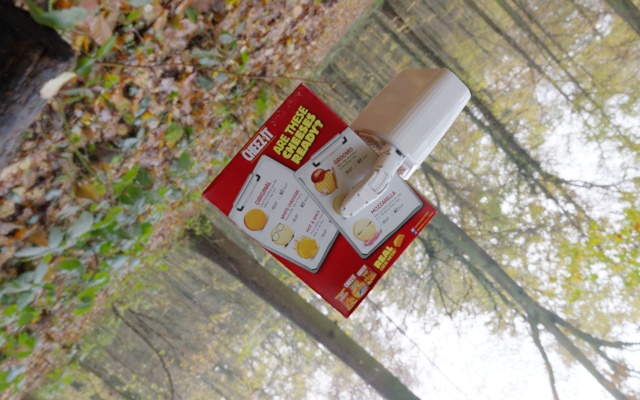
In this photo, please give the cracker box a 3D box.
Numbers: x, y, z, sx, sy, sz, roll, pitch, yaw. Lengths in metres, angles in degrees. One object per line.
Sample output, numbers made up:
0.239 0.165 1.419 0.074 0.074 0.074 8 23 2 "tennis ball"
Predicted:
0.000 0.002 0.551 0.214 0.164 0.072 42 -6 -10 "cracker box"
